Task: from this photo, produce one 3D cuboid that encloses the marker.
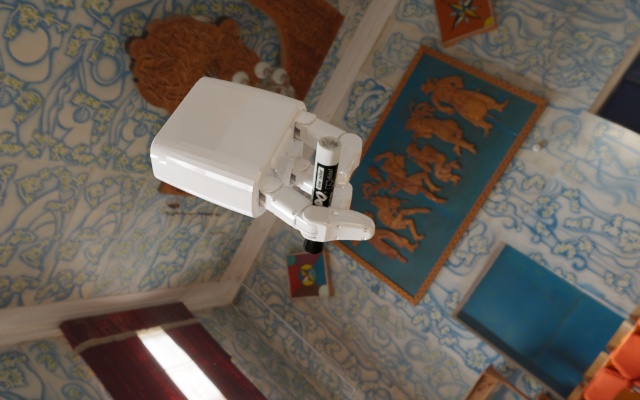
[{"bbox_3d":[0.000,0.001,0.400,0.020,0.121,0.020,5,41,-4],"label":"marker"}]
